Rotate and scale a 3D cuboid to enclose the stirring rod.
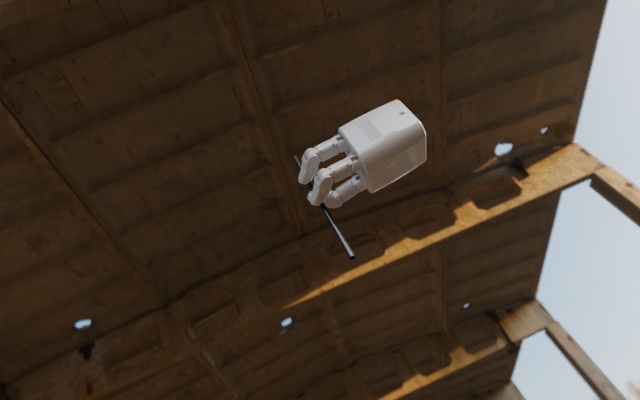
[{"bbox_3d":[0.000,0.002,0.731,0.011,0.011,0.239,0,39,-28],"label":"stirring rod"}]
